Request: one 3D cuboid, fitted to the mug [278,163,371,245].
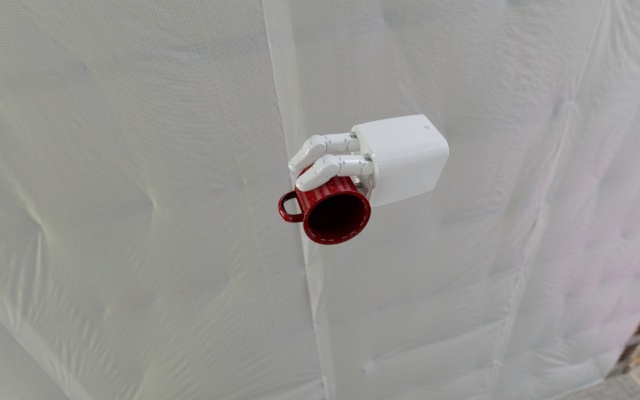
[{"bbox_3d":[-0.001,0.002,0.648,0.117,0.093,0.081,-12,41,-11],"label":"mug"}]
